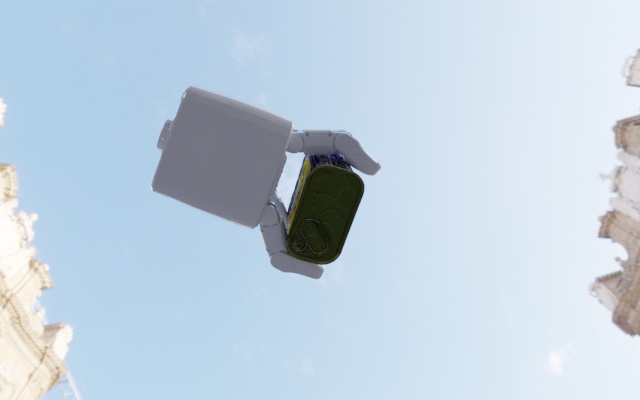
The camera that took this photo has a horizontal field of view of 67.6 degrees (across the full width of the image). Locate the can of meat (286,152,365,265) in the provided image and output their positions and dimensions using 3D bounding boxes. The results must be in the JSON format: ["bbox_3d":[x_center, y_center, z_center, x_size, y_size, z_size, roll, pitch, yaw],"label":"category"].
[{"bbox_3d":[0.000,0.001,0.498,0.057,0.102,0.084,15,18,-12],"label":"can of meat"}]
